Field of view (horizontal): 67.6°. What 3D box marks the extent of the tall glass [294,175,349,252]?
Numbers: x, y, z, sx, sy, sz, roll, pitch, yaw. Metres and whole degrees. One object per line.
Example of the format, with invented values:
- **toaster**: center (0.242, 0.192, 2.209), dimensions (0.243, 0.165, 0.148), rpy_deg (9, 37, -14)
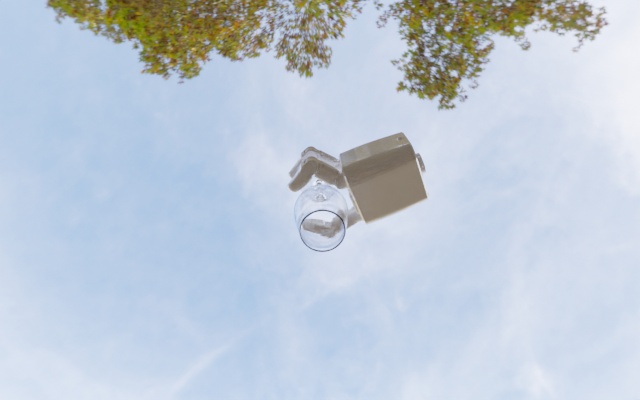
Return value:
- **tall glass**: center (0.000, 0.002, 0.717), dimensions (0.079, 0.079, 0.201), rpy_deg (0, 23, -1)
